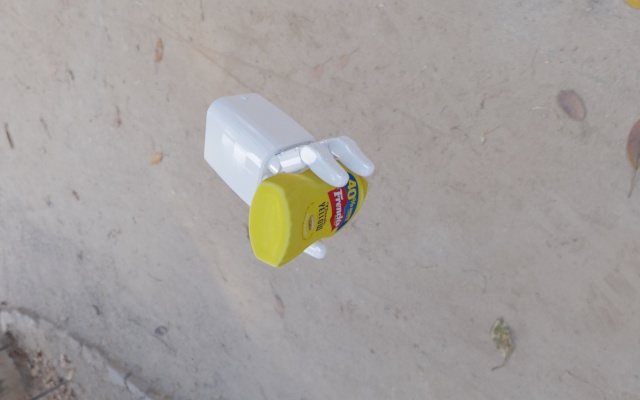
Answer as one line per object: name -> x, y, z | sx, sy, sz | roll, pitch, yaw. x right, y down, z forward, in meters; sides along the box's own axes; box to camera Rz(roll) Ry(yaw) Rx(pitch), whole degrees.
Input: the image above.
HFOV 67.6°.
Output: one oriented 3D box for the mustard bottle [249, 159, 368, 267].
mustard bottle -> 0.000, 0.002, 0.562 | 0.058, 0.096, 0.191 | 19, 26, 30
